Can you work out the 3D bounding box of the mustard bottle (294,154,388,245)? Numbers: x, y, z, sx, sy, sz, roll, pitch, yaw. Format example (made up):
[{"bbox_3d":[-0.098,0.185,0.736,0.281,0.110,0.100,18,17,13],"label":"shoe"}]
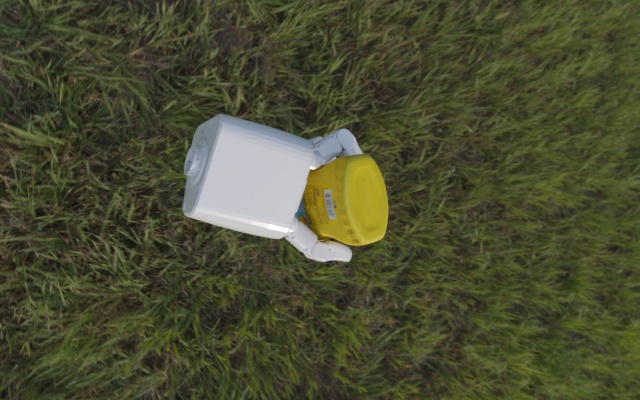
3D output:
[{"bbox_3d":[0.001,0.002,0.578,0.058,0.096,0.191,-14,5,-31],"label":"mustard bottle"}]
